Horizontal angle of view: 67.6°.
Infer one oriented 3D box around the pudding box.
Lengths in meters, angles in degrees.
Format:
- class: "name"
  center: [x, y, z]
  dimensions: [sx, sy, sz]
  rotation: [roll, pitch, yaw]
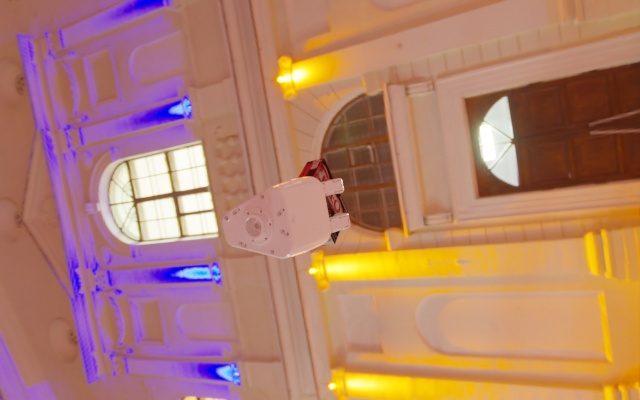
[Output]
- class: "pudding box"
  center: [0.000, 0.003, 0.768]
  dimensions: [0.039, 0.113, 0.090]
  rotation: [-8, 32, 26]
